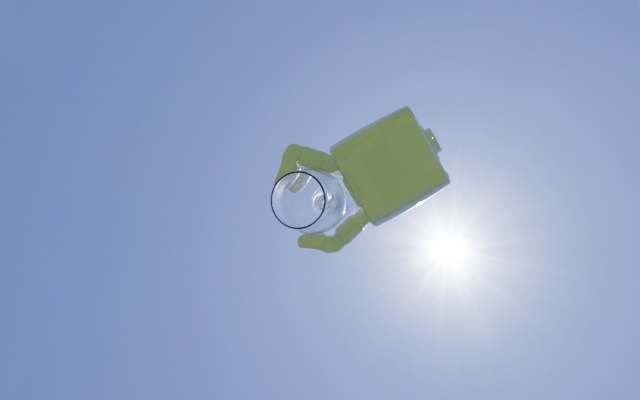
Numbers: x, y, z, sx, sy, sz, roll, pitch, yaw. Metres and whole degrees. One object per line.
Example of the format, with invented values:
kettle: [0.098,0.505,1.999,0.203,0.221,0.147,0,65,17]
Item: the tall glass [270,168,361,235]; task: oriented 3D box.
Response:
tall glass: [0.000,0.002,0.600,0.079,0.079,0.201,0,-1,14]
